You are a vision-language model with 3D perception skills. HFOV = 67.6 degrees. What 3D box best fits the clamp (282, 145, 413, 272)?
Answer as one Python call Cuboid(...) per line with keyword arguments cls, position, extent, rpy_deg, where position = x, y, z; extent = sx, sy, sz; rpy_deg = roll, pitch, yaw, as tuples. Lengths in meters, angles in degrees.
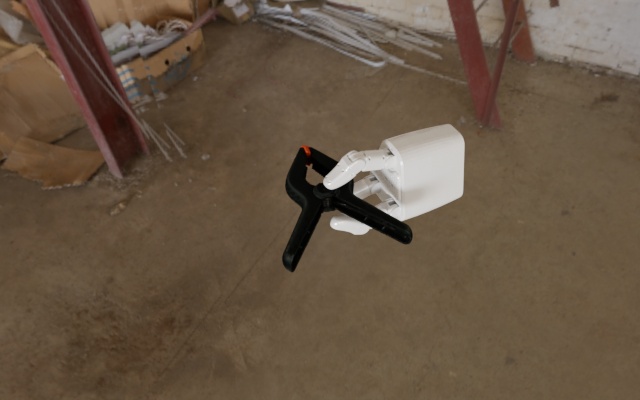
Cuboid(cls="clamp", position=(0.000, 0.001, 0.629), extent=(0.164, 0.036, 0.209), rpy_deg=(-16, 48, -19))
